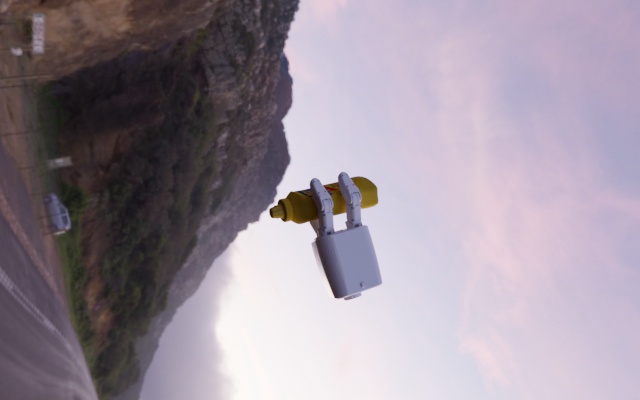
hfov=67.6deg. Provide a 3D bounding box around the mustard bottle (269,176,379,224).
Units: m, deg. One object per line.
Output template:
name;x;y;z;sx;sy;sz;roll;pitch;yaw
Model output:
mustard bottle;0.000;0.002;0.846;0.191;0.058;0.096;-14;18;-26
